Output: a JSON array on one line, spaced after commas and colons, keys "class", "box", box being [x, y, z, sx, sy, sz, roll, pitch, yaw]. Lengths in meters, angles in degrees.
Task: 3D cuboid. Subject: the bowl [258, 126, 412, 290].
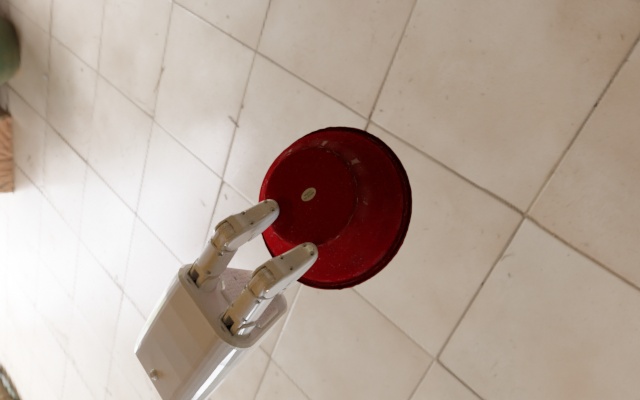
[{"class": "bowl", "box": [0.001, 0.000, 0.443, 0.162, 0.162, 0.055, 0, -10, 23]}]
